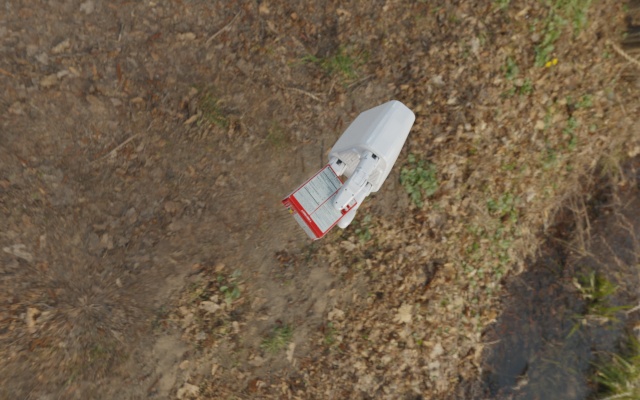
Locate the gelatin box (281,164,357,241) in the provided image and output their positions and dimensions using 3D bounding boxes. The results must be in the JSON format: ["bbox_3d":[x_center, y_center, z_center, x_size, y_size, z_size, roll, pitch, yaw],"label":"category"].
[{"bbox_3d":[0.000,0.002,0.686,0.089,0.073,0.030,-41,7,-31],"label":"gelatin box"}]
